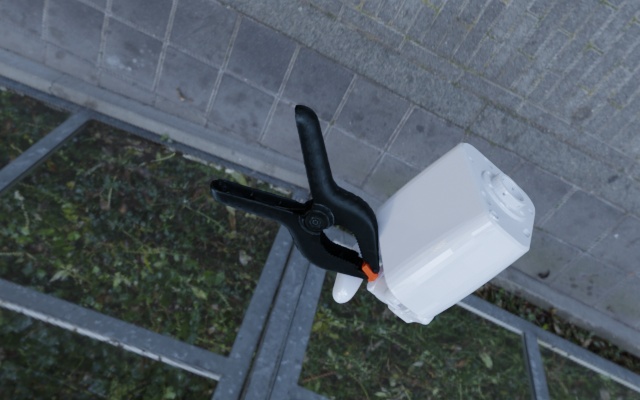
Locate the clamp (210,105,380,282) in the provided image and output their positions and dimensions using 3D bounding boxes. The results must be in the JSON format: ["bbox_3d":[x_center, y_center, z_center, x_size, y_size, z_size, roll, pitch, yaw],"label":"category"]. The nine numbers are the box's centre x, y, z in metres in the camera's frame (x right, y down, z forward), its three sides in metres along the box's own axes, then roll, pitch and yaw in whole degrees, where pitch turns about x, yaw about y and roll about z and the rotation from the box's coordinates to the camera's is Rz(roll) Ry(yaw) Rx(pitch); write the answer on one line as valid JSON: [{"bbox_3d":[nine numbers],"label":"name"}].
[{"bbox_3d":[0.000,0.002,0.423,0.171,0.120,0.039,36,32,-14],"label":"clamp"}]
